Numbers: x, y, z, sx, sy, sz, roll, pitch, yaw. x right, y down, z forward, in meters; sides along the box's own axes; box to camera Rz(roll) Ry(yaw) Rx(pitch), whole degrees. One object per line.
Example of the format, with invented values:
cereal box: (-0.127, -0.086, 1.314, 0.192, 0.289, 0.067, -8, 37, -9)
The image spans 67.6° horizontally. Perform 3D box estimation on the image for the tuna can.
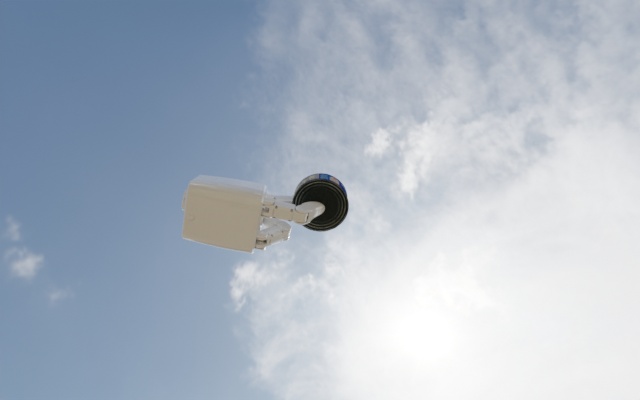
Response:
tuna can: (0.000, 0.002, 0.733, 0.086, 0.086, 0.033, 0, 22, 1)
